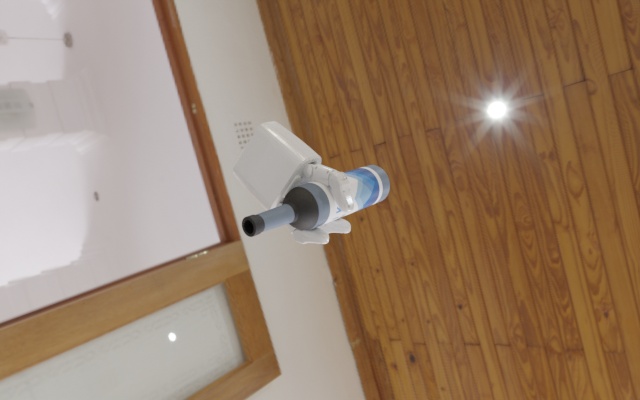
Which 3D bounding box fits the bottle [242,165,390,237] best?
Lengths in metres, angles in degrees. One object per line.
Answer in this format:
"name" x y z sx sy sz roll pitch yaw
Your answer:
"bottle" 0.000 0.002 0.725 0.069 0.069 0.295 0 12 40
